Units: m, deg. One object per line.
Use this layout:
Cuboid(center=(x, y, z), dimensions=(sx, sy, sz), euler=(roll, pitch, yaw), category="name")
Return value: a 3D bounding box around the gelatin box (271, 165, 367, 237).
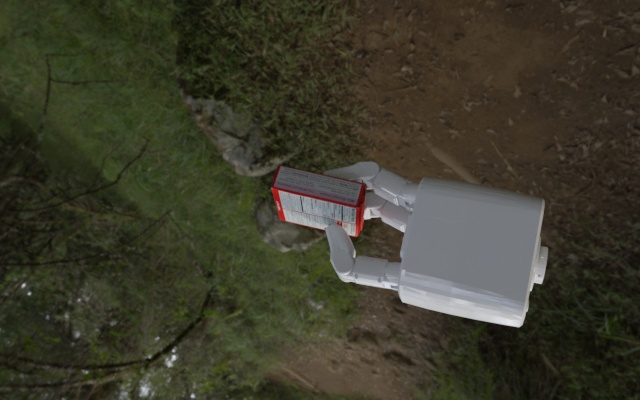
Cuboid(center=(0.000, 0.002, 0.477), dimensions=(0.089, 0.030, 0.073), euler=(12, -25, 9), category="gelatin box")
